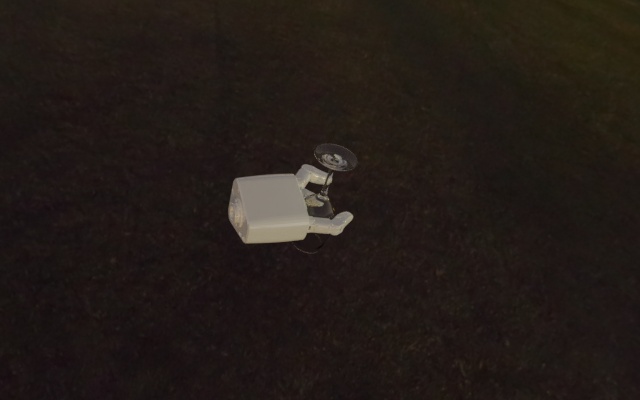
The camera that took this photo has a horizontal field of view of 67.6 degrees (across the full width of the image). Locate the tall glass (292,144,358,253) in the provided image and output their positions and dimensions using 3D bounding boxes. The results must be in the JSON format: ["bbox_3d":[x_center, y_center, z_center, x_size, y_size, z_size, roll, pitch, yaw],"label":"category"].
[{"bbox_3d":[0.000,0.002,0.847,0.079,0.201,0.079,11,38,-9],"label":"tall glass"}]
